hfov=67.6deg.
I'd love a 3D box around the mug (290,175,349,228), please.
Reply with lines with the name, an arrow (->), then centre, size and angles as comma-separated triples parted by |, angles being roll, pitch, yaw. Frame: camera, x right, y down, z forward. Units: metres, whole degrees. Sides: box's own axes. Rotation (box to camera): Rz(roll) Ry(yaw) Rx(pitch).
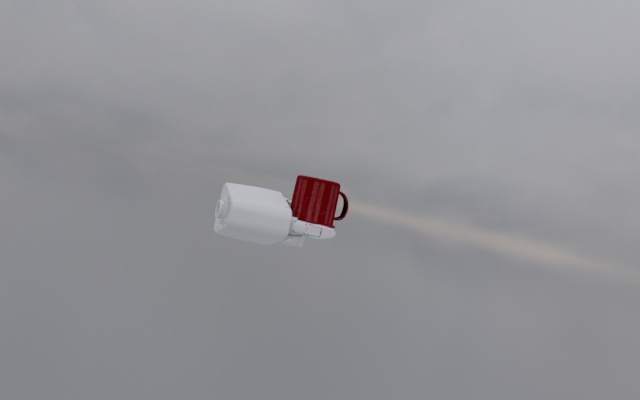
mug -> 0.001, 0.003, 0.870 | 0.117, 0.081, 0.093 | 11, 1, -25
